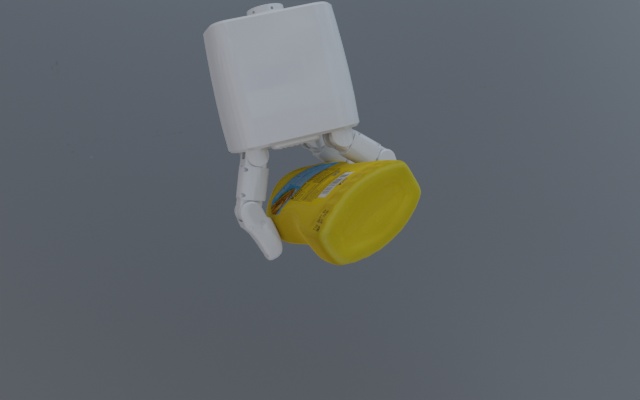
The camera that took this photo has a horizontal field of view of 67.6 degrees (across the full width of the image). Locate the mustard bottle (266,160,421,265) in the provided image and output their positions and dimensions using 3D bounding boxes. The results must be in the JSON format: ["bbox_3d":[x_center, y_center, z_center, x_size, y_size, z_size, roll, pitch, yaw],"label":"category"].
[{"bbox_3d":[0.000,0.002,0.442,0.096,0.058,0.191,-42,20,-16],"label":"mustard bottle"}]
